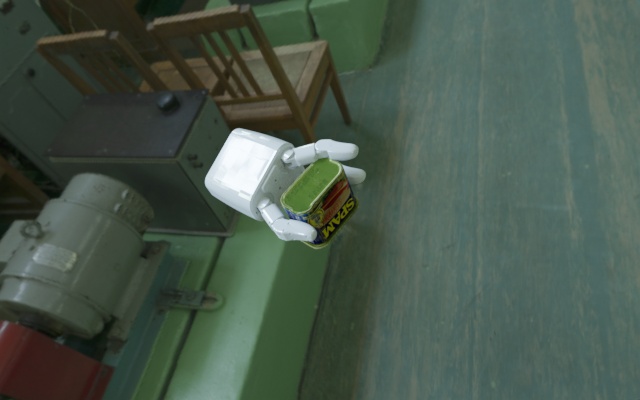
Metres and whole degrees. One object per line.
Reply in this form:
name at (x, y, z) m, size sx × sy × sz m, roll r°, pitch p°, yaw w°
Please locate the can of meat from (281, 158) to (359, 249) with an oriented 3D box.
can of meat at (0.000, 0.002, 0.664) m, size 0.057 × 0.102 × 0.084 m, roll 27°, pitch -24°, yaw 35°
